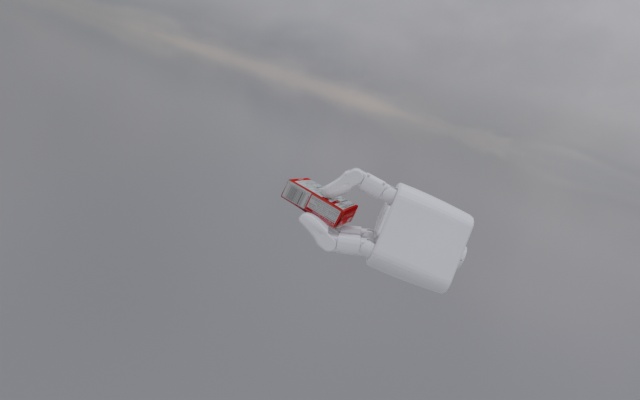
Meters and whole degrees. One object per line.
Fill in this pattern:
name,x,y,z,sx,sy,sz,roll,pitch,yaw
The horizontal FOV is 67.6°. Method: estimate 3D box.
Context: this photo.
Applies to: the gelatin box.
gelatin box,0.000,0.002,0.654,0.089,0.030,0.073,30,13,14
